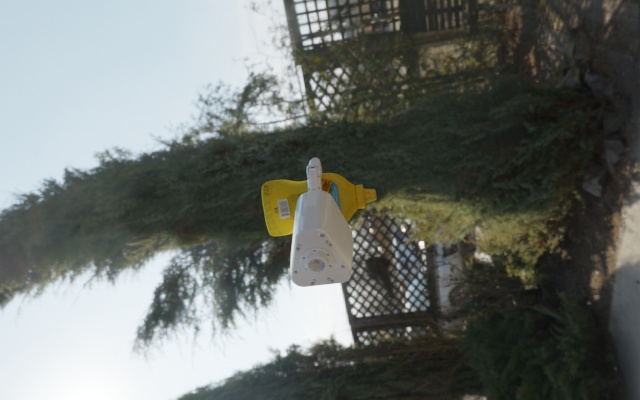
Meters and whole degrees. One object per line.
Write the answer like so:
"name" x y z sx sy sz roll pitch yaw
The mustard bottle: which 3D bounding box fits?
"mustard bottle" 0.000 0.003 0.822 0.191 0.096 0.058 -8 6 7
